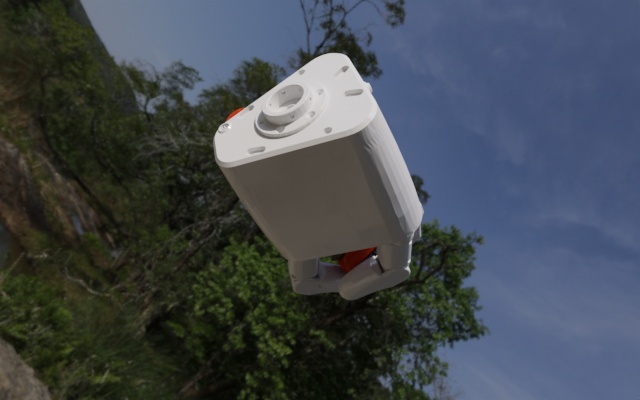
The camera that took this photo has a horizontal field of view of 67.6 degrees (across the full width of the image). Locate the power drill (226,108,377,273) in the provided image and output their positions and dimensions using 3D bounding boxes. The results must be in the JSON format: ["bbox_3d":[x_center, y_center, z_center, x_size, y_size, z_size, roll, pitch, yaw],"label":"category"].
[{"bbox_3d":[0.000,0.002,0.478,0.187,0.057,0.184,42,2,28],"label":"power drill"}]
